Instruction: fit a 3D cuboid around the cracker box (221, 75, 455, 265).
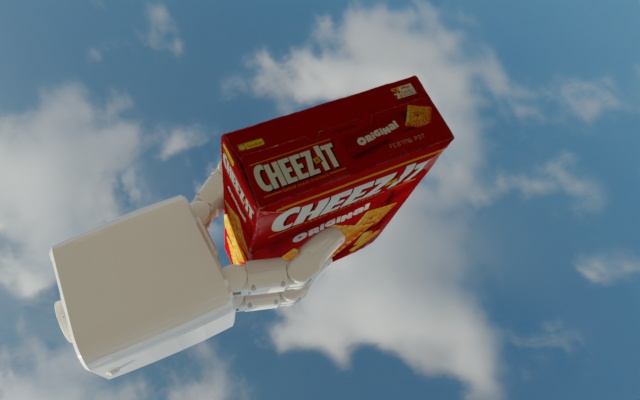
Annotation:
[{"bbox_3d":[0.000,0.001,0.429,0.164,0.072,0.214,-22,-19,-20],"label":"cracker box"}]
